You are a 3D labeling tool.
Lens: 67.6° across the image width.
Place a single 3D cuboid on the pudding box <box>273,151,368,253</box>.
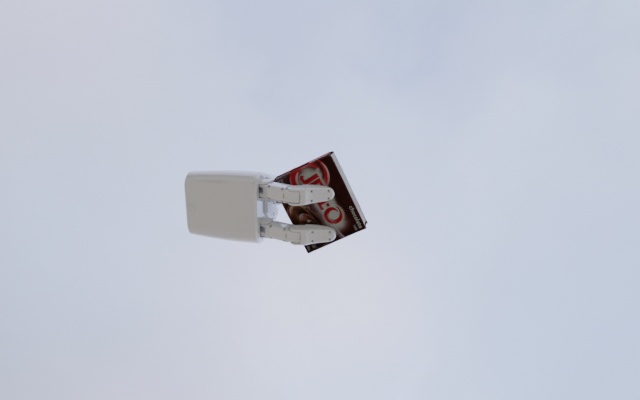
[{"bbox_3d":[0.000,0.002,0.646,0.090,0.113,0.039,-25,10,16],"label":"pudding box"}]
